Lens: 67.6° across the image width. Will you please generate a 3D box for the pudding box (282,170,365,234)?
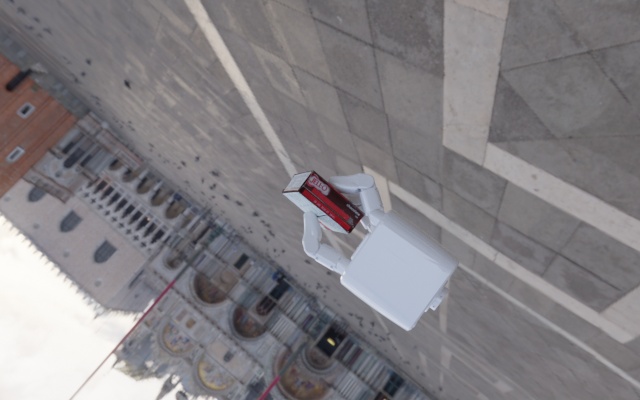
[{"bbox_3d":[0.000,0.002,0.647,0.090,0.039,0.113,41,-12,-12],"label":"pudding box"}]
